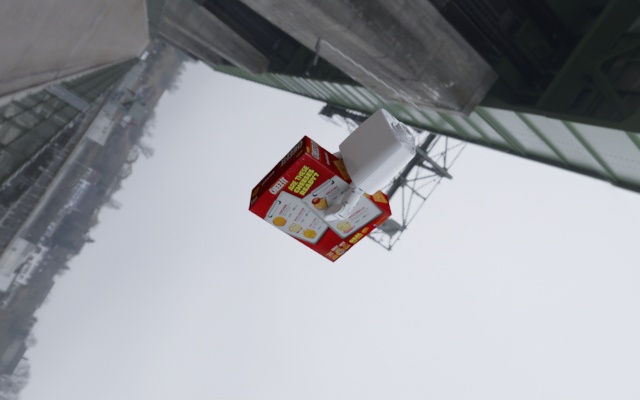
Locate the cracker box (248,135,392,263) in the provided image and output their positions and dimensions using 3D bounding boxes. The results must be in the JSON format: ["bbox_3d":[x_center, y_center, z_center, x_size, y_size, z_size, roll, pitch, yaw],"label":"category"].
[{"bbox_3d":[0.000,0.003,0.893,0.214,0.164,0.072,34,29,-25],"label":"cracker box"}]
